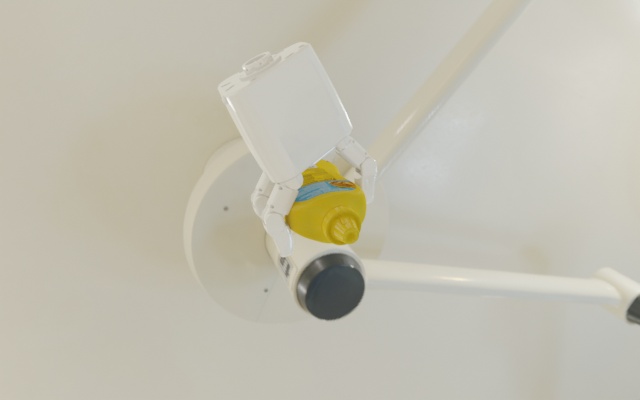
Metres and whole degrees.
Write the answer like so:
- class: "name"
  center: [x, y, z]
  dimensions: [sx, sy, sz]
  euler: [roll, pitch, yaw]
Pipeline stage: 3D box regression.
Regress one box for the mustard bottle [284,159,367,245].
- class: "mustard bottle"
  center: [0.000, 0.002, 0.561]
  dimensions: [0.096, 0.058, 0.191]
  euler: [-11, 24, -16]
